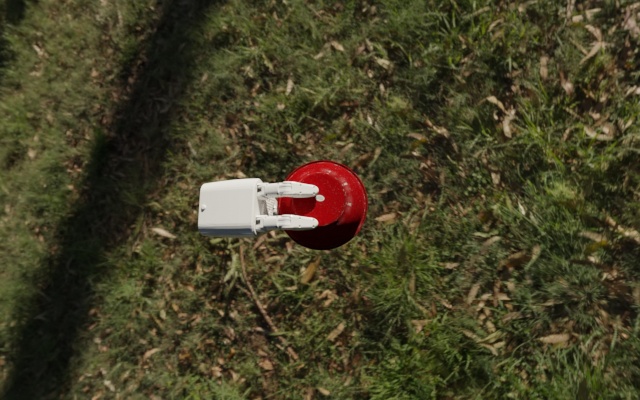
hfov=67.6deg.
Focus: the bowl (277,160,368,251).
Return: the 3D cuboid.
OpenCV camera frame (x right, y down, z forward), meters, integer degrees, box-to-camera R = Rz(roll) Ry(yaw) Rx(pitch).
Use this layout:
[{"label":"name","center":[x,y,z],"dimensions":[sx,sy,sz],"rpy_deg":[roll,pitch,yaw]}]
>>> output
[{"label":"bowl","center":[0.001,0.002,0.815],"dimensions":[0.162,0.162,0.055],"rpy_deg":[0,-10,6]}]
